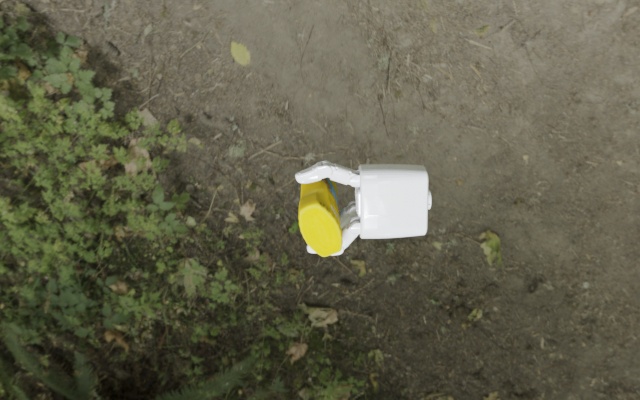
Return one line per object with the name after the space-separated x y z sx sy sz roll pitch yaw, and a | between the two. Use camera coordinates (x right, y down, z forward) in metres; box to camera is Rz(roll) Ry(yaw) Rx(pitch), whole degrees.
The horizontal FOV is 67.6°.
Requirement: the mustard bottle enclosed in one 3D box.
0.000 0.003 0.791 0.058 0.096 0.191 -22 26 11 | mustard bottle
